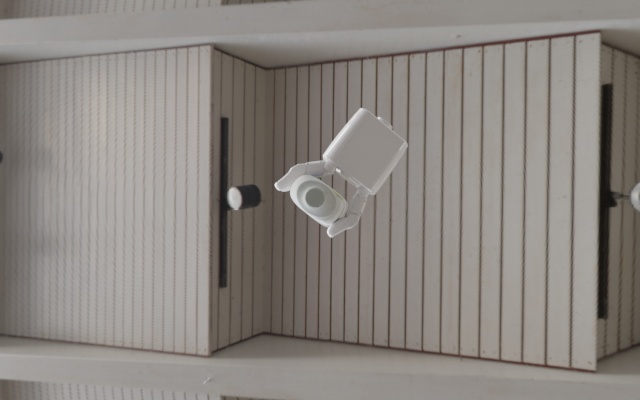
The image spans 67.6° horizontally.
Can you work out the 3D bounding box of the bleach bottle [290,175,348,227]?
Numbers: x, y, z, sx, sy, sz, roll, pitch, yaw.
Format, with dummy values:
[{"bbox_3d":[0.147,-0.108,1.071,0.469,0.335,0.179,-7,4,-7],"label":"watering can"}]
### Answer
[{"bbox_3d":[0.000,0.003,0.805,0.102,0.068,0.251,37,0,1],"label":"bleach bottle"}]
